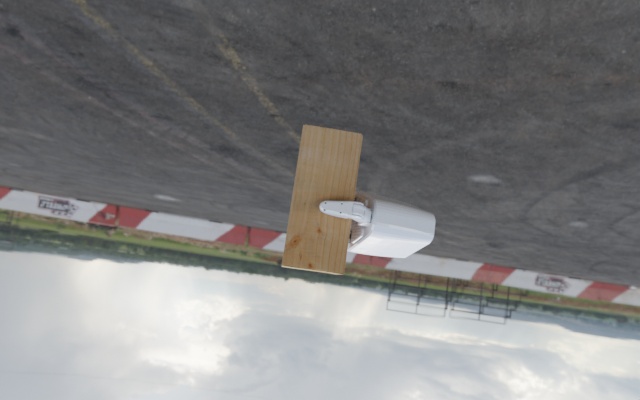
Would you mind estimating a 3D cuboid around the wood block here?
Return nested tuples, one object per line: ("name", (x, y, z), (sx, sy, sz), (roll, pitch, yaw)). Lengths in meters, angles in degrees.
("wood block", (0.001, 0.003, 0.718), (0.090, 0.206, 0.091), (9, -9, -4))
